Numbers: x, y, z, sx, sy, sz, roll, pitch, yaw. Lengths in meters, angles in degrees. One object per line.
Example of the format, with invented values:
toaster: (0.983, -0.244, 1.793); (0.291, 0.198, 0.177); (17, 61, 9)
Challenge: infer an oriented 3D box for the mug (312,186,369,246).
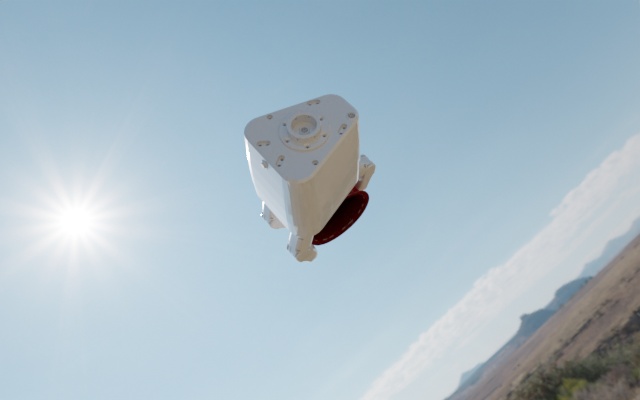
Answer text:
mug: (0.000, 0.003, 0.611); (0.093, 0.081, 0.117); (-33, -26, -18)
